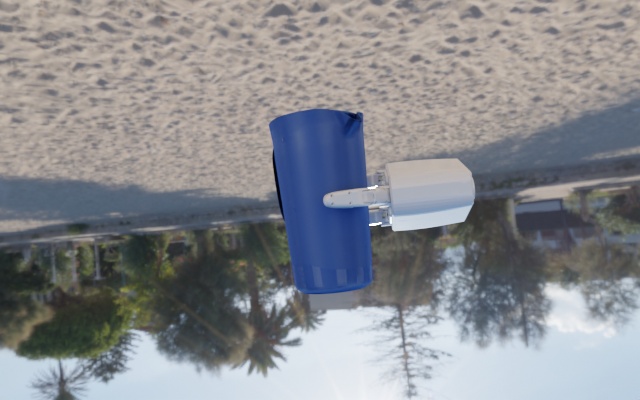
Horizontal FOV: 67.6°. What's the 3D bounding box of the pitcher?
[{"bbox_3d":[0.000,0.002,0.671,0.145,0.243,0.149,-6,-3,4],"label":"pitcher"}]
